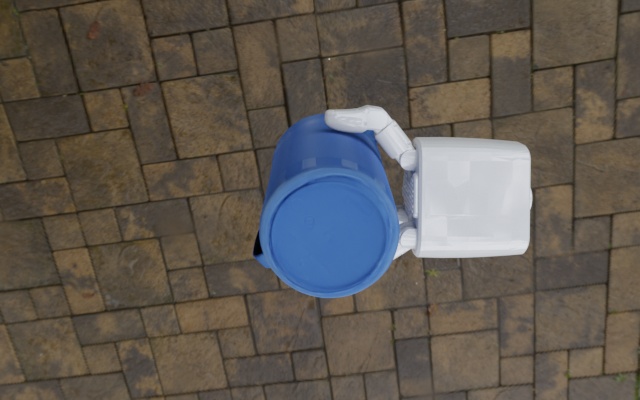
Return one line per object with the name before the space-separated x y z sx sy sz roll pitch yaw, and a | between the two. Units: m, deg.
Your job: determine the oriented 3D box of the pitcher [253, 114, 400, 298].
pitcher | 0.000 0.001 0.472 0.145 0.149 0.242 2 17 0
